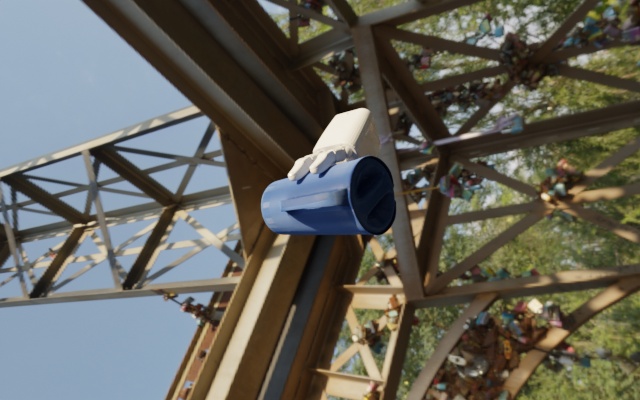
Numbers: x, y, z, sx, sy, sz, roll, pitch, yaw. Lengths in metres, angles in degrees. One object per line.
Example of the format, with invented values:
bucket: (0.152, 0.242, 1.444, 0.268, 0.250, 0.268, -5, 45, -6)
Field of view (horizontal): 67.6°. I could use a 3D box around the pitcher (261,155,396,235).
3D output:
pitcher: (0.000, 0.003, 0.860, 0.243, 0.145, 0.149, -8, -46, 42)
